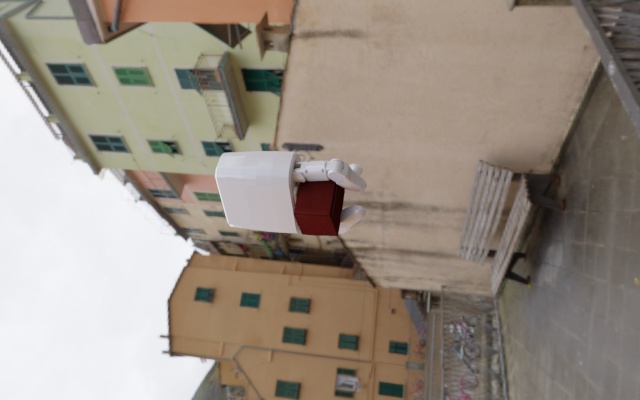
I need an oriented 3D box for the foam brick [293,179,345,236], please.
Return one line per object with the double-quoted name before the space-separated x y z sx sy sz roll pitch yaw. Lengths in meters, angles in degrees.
"foam brick" 0.000 0.002 0.637 0.051 0.078 0.053 1 -35 13
